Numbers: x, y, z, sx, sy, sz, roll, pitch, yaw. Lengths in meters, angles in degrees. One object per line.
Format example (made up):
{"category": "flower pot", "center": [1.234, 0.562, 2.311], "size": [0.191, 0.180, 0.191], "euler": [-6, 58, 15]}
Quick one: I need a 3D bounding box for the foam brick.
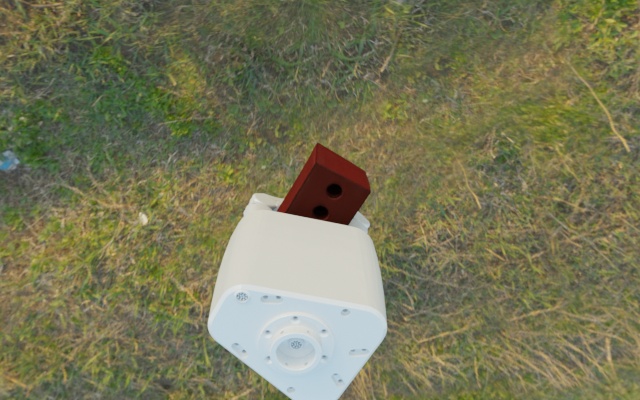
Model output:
{"category": "foam brick", "center": [0.000, 0.001, 0.410], "size": [0.053, 0.078, 0.051], "euler": [28, 19, -11]}
